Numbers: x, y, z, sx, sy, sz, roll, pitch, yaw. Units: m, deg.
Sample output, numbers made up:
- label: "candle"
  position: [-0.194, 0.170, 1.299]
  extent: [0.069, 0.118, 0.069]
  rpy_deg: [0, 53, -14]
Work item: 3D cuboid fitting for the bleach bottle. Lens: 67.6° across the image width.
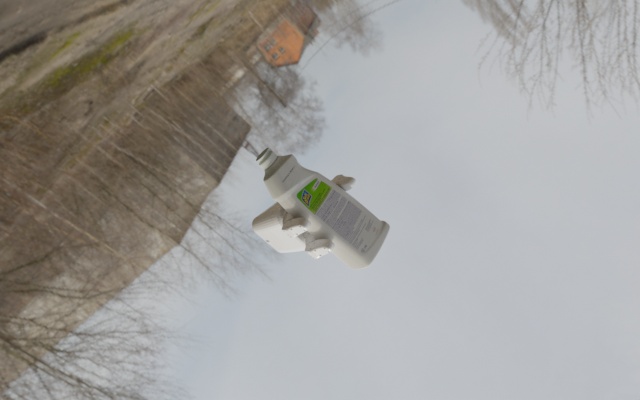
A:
- label: "bleach bottle"
  position: [0.000, 0.003, 0.784]
  extent: [0.251, 0.102, 0.068]
  rpy_deg: [43, -31, -19]
